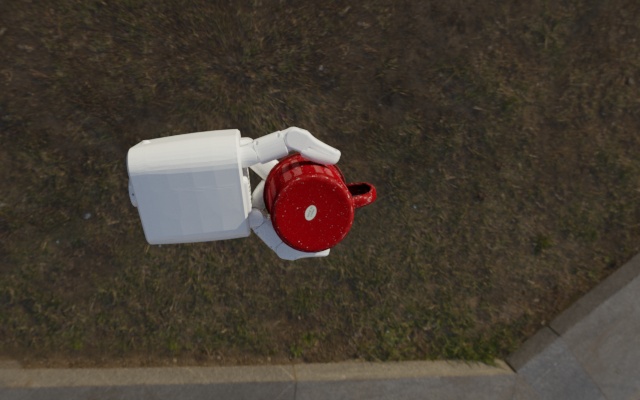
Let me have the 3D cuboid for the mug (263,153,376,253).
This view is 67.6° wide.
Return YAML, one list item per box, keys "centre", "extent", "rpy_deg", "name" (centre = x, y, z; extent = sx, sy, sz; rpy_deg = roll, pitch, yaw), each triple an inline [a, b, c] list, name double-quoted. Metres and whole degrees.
- centre: [0.002, 0.002, 0.491]
  extent: [0.117, 0.093, 0.081]
  rpy_deg: [-7, 17, -6]
  name: "mug"
